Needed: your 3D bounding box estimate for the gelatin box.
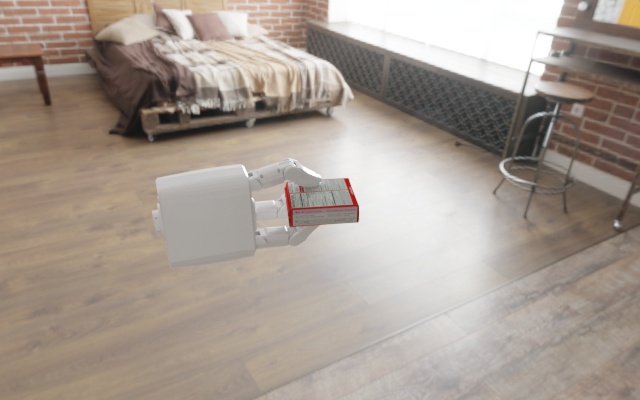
[{"bbox_3d":[0.000,0.002,0.617,0.089,0.030,0.073,-4,31,-6],"label":"gelatin box"}]
